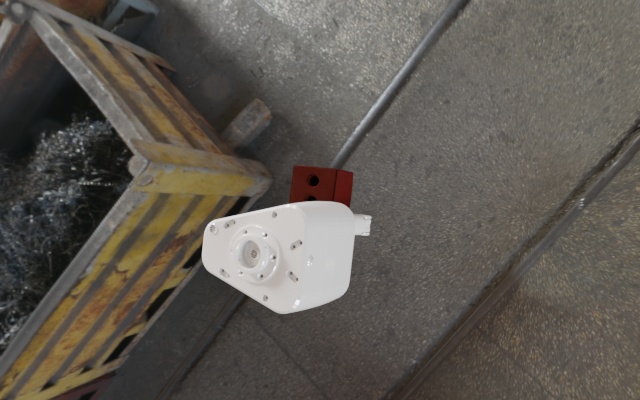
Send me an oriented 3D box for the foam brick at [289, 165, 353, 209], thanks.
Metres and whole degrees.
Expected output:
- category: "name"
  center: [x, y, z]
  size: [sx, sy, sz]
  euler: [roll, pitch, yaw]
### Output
- category: "foam brick"
  center: [0.000, 0.001, 0.527]
  size: [0.053, 0.078, 0.051]
  euler: [7, 1, 25]
